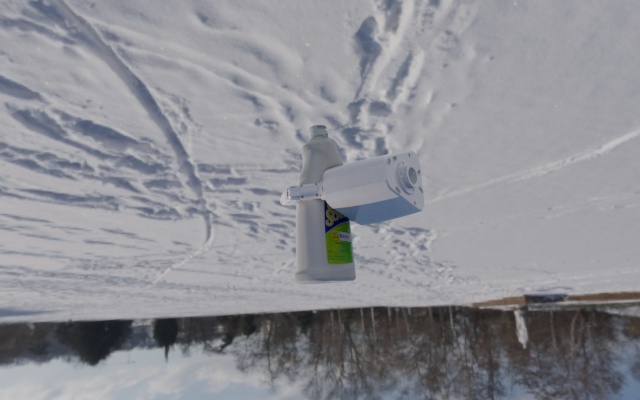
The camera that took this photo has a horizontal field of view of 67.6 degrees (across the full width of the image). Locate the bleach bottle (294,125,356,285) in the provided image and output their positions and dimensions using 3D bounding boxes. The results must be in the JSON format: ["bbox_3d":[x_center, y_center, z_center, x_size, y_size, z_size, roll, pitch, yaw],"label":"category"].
[{"bbox_3d":[0.000,0.003,0.751,0.068,0.250,0.102,-13,-14,37],"label":"bleach bottle"}]
